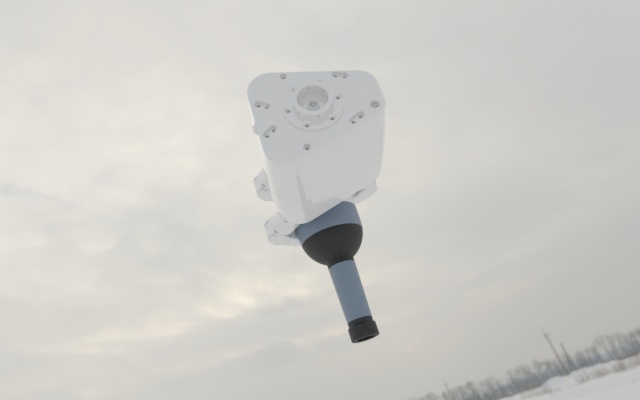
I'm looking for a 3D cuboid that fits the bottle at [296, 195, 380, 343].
[{"bbox_3d":[0.000,0.001,0.504,0.069,0.295,0.069,-15,-26,-7],"label":"bottle"}]
